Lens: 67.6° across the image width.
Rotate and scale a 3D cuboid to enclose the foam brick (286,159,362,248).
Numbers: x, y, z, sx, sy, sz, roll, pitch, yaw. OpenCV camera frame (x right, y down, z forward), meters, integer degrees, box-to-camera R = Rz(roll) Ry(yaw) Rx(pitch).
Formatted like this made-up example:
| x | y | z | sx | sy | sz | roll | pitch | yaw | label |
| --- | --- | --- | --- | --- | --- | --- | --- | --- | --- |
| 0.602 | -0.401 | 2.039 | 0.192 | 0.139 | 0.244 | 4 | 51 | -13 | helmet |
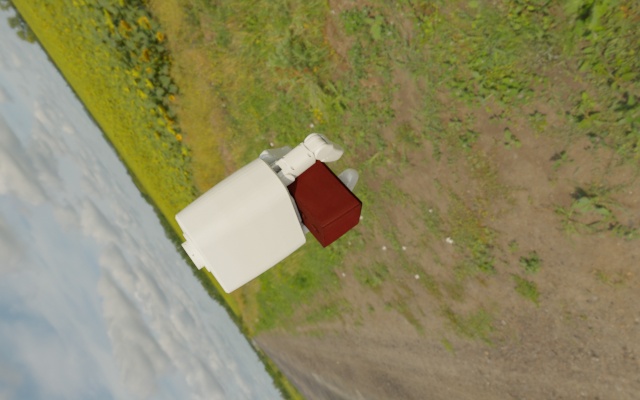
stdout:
| x | y | z | sx | sy | sz | roll | pitch | yaw | label |
| --- | --- | --- | --- | --- | --- | --- | --- | --- | --- |
| 0.000 | 0.002 | 0.518 | 0.051 | 0.078 | 0.053 | -35 | -24 | -17 | foam brick |
